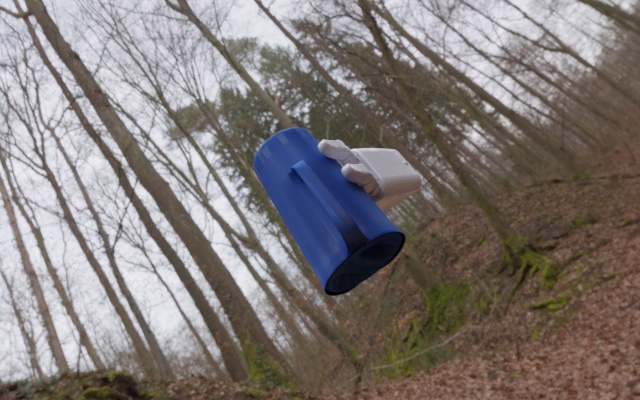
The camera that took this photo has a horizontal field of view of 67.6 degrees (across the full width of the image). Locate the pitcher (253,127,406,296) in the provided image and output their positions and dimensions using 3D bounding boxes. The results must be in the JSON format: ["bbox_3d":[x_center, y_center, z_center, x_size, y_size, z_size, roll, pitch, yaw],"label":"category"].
[{"bbox_3d":[0.000,0.002,0.691,0.145,0.242,0.149,-9,-38,-42],"label":"pitcher"}]
